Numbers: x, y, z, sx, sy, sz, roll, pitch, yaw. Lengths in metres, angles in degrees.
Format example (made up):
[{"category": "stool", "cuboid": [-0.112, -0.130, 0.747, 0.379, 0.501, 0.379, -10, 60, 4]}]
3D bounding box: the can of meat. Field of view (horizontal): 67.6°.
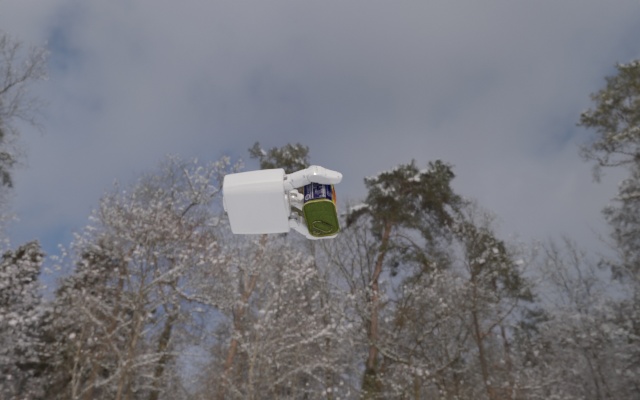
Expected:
[{"category": "can of meat", "cuboid": [0.000, 0.003, 0.863, 0.057, 0.083, 0.102, -8, -41, 6]}]
